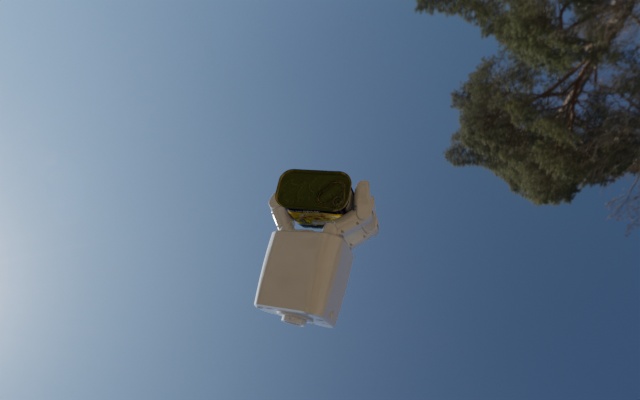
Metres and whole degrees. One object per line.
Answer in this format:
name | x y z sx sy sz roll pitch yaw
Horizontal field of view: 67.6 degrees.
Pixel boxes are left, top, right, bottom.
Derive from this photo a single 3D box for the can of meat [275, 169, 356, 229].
can of meat | 0.000 0.002 0.662 0.102 0.057 0.084 4 -23 18
